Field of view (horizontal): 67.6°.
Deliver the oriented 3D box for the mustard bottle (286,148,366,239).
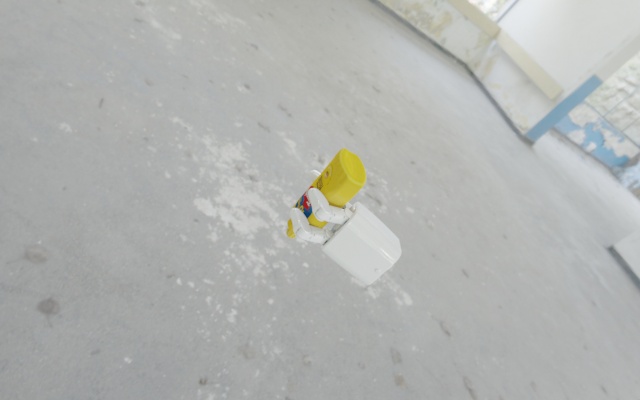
[{"bbox_3d":[0.000,0.002,0.838,0.058,0.192,0.096,27,33,-24],"label":"mustard bottle"}]
